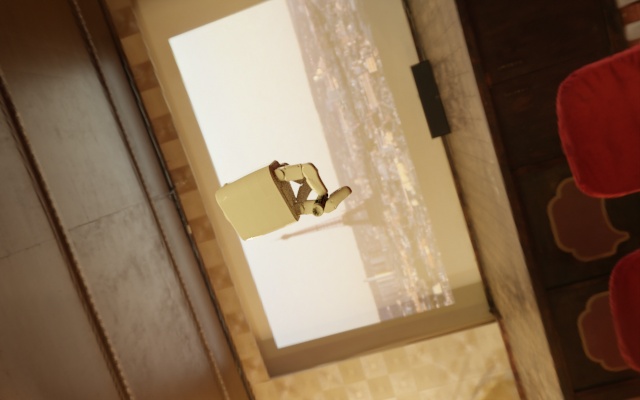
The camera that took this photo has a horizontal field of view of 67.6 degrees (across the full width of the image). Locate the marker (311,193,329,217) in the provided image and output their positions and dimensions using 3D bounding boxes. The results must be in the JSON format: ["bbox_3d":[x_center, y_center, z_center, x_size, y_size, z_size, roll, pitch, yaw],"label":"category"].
[{"bbox_3d":[0.000,0.003,0.772,0.020,0.020,0.121,0,13,5],"label":"marker"}]
